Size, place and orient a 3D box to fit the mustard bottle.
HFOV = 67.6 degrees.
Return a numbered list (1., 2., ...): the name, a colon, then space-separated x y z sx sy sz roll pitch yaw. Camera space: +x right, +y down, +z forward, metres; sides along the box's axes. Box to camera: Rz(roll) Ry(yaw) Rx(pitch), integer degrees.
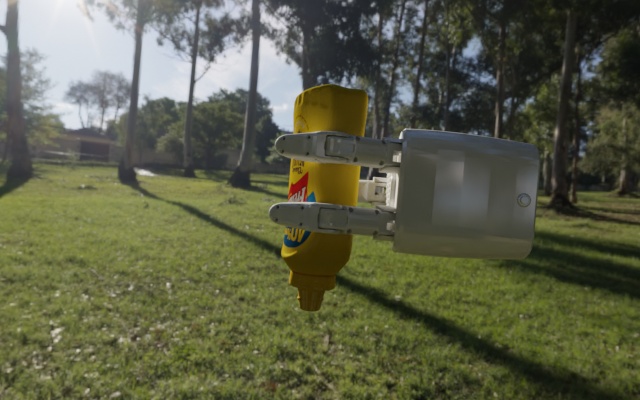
1. mustard bottle: 0.000 0.001 0.424 0.058 0.191 0.096 5 -1 -22
